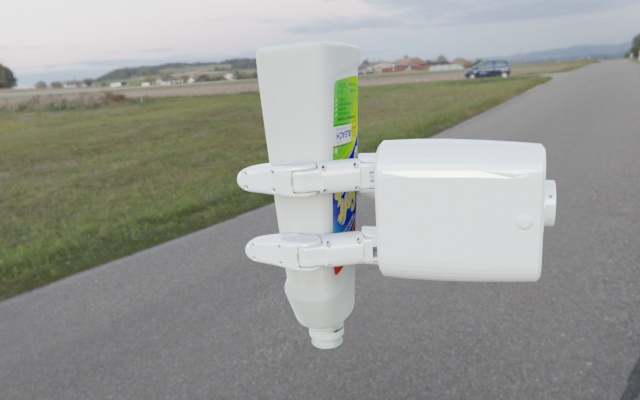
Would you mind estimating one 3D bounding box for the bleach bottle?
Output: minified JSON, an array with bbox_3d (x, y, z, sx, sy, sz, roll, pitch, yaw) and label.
[{"bbox_3d":[0.000,0.001,0.402,0.068,0.251,0.102,1,15,20],"label":"bleach bottle"}]
